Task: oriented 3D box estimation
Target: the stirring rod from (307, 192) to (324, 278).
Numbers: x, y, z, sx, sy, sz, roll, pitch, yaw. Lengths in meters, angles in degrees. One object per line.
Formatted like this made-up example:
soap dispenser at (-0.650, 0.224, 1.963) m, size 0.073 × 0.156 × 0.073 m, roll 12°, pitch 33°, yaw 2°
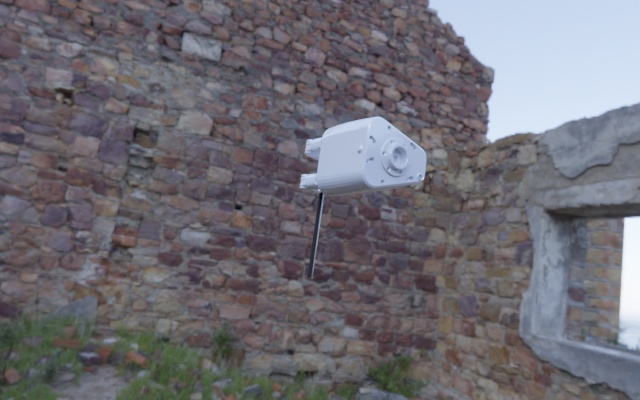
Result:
stirring rod at (0.000, 0.003, 0.758) m, size 0.011 × 0.239 × 0.011 m, roll 8°, pitch -8°, yaw 1°
